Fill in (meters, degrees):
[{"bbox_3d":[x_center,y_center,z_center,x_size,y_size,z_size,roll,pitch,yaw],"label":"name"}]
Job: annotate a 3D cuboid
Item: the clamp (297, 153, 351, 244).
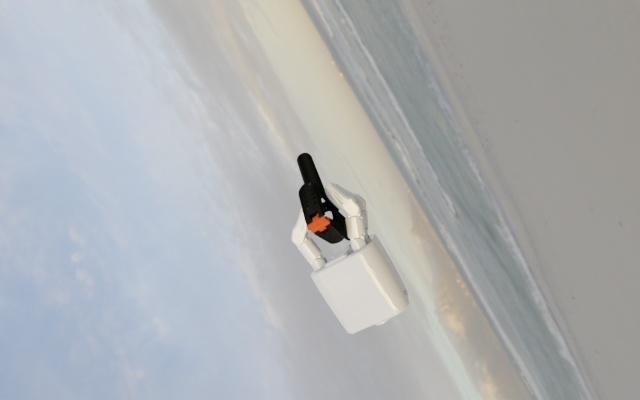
[{"bbox_3d":[-0.001,0.003,0.698,0.036,0.164,0.210,-32,0,10],"label":"clamp"}]
